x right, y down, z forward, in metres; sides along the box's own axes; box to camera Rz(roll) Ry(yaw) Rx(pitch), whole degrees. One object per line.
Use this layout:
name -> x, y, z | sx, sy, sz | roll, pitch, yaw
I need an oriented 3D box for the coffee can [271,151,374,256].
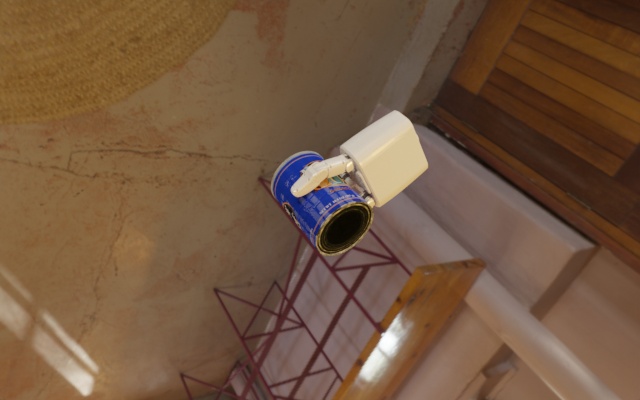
coffee can -> 0.000, 0.002, 0.744 | 0.103, 0.103, 0.140 | 0, 36, -41
